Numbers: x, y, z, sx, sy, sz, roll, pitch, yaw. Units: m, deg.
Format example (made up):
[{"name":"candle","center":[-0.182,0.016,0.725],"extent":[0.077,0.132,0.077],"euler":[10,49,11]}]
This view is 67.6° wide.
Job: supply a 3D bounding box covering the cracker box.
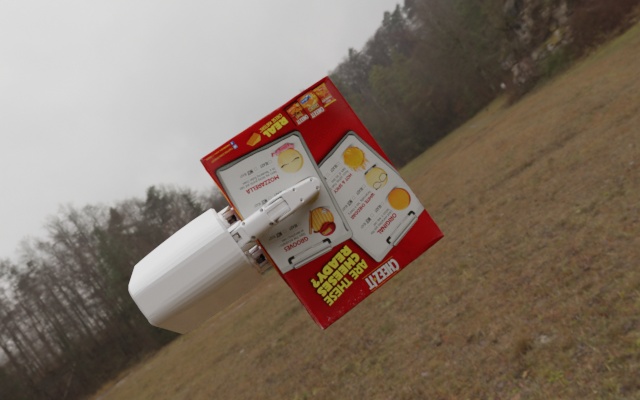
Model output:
[{"name":"cracker box","center":[0.000,0.002,0.520],"extent":[0.164,0.213,0.072],"euler":[-36,-1,-10]}]
